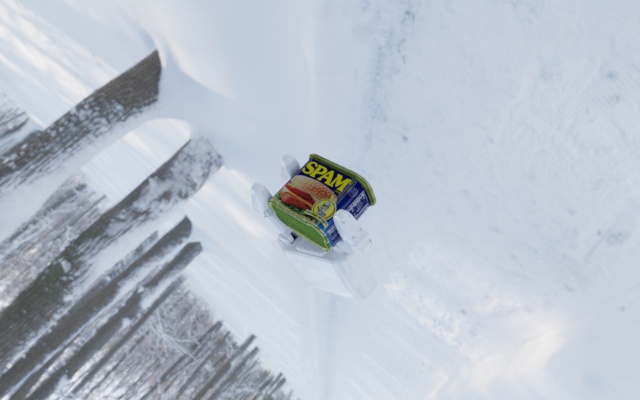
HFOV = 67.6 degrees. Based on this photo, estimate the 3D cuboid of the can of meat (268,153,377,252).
[{"bbox_3d":[0.000,0.002,0.569,0.102,0.084,0.057,29,-23,37],"label":"can of meat"}]
